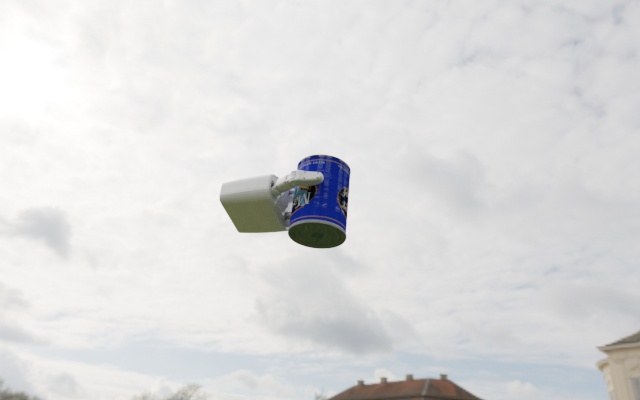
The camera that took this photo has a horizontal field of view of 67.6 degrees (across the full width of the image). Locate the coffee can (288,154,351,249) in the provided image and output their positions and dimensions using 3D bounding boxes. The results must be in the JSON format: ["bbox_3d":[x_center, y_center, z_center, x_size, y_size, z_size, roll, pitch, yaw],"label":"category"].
[{"bbox_3d":[0.000,0.003,0.865,0.103,0.140,0.103,5,-30,3],"label":"coffee can"}]
